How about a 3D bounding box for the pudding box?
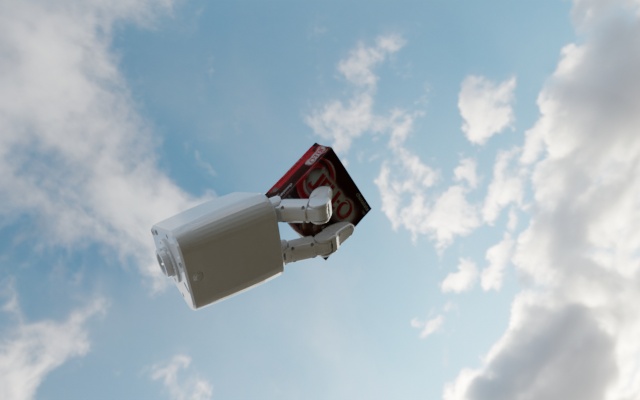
[{"bbox_3d":[0.000,0.002,0.568,0.039,0.090,0.114,28,-19,48],"label":"pudding box"}]
